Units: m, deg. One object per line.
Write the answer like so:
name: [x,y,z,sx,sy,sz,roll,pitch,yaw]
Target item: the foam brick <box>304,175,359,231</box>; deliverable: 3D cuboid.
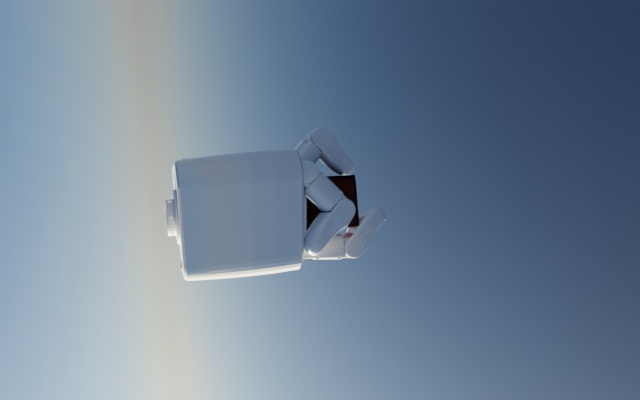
foam brick: [0.000,0.002,0.491,0.051,0.053,0.078,-5,1,-18]
